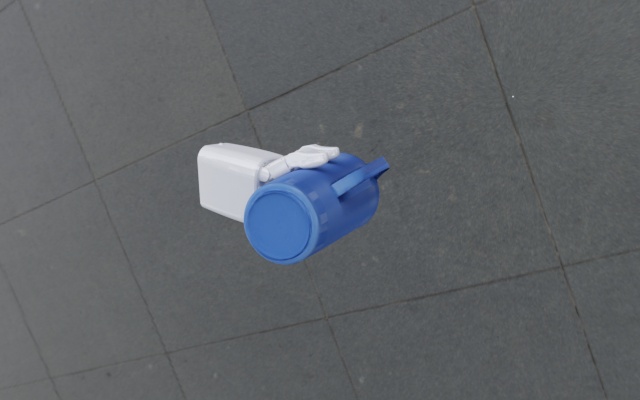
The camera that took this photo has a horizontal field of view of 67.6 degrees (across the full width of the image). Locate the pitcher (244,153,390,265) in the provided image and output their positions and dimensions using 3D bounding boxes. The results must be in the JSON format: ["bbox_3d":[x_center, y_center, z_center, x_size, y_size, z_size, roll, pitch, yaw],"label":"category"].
[{"bbox_3d":[0.000,0.002,0.699,0.145,0.149,0.243,16,17,18],"label":"pitcher"}]
